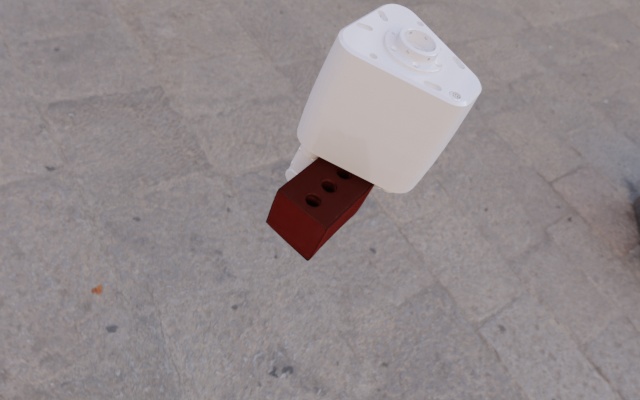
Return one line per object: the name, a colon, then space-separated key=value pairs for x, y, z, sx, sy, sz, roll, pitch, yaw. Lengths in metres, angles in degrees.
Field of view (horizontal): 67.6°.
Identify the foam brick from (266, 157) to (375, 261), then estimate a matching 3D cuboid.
foam brick: x=0.000 y=0.002 z=0.414 sx=0.078 sy=0.053 sz=0.051 roll=-43 pitch=-12 yaw=-37
